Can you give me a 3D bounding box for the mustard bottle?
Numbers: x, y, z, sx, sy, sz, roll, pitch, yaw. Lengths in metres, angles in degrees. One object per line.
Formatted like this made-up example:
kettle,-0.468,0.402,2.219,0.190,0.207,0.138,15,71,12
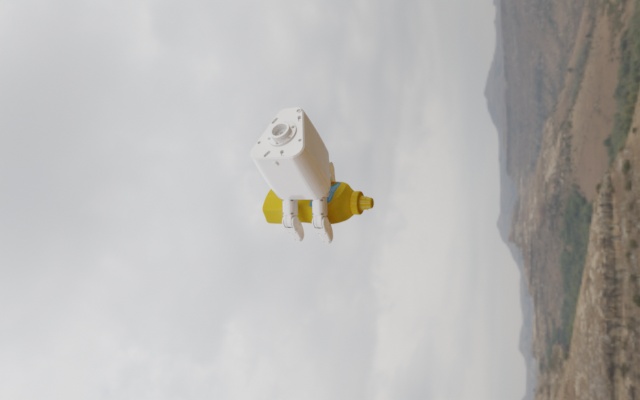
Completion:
mustard bottle,0.000,0.003,0.839,0.191,0.058,0.096,0,34,25
